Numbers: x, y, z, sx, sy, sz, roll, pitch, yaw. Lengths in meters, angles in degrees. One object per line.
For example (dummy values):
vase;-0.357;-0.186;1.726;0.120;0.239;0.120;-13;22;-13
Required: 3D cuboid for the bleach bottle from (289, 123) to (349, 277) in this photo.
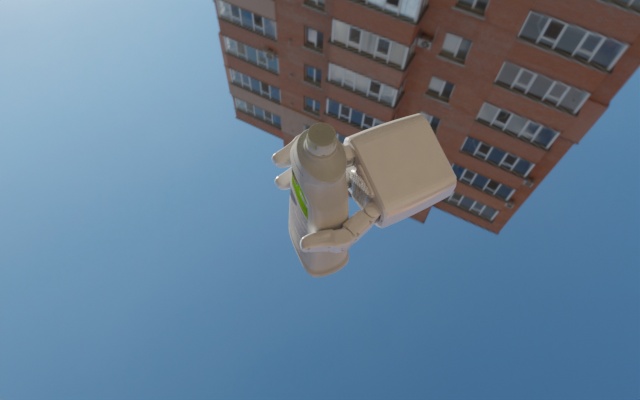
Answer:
bleach bottle;0.000;0.002;0.574;0.068;0.102;0.251;-21;-26;-14
